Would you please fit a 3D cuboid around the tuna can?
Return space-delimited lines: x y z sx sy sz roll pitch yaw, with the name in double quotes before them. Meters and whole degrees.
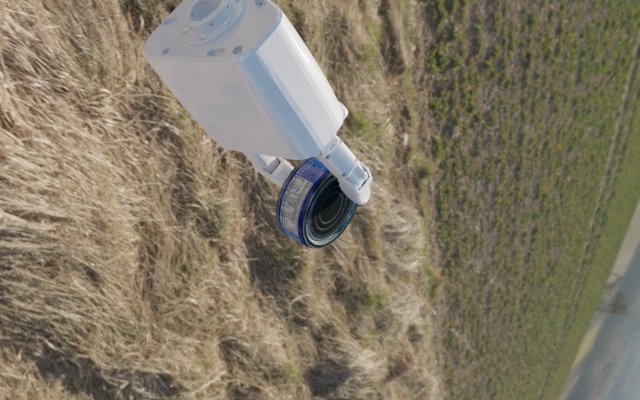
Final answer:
"tuna can" 0.001 0.002 0.447 0.033 0.086 0.086 28 16 32
